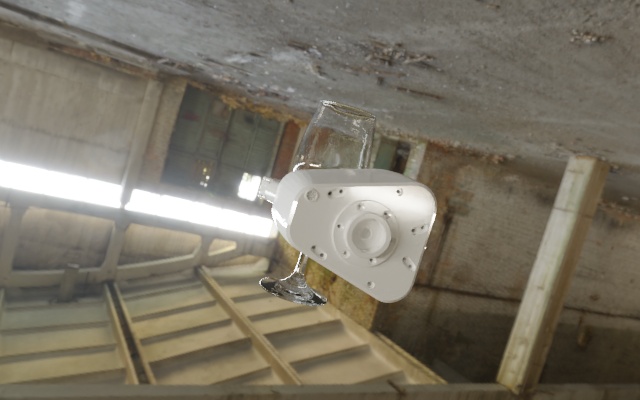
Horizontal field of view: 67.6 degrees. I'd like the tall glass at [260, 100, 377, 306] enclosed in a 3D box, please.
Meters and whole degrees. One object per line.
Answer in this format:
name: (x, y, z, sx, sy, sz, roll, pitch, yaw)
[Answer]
tall glass: (0.000, 0.002, 0.497, 0.079, 0.201, 0.079, 16, 4, -1)
